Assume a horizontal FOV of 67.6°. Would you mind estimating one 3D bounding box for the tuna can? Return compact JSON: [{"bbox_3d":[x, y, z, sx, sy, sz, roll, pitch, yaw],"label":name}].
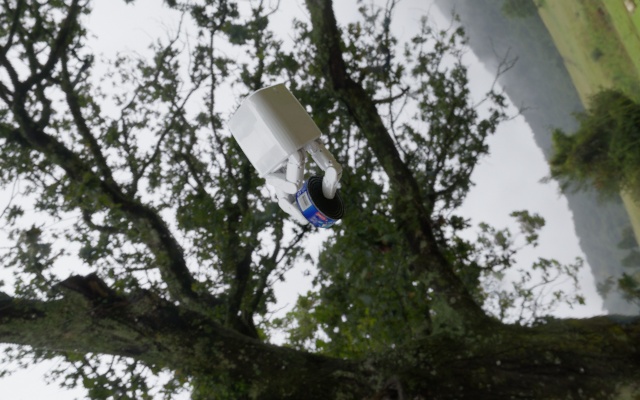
[{"bbox_3d":[0.000,0.003,0.789,0.034,0.086,0.086,-37,-22,32],"label":"tuna can"}]
